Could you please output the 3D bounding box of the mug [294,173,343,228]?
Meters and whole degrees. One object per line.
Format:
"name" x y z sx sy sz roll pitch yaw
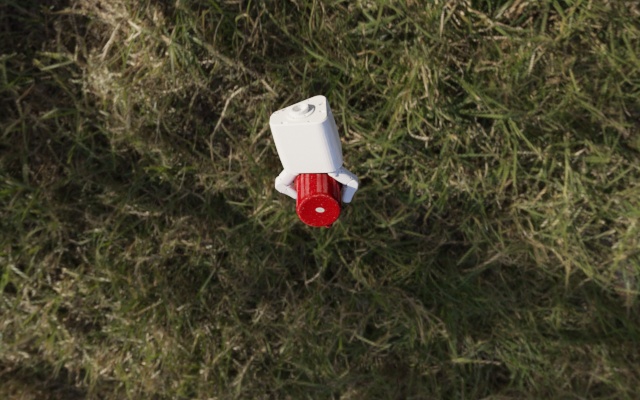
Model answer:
"mug" 0.000 0.004 0.893 0.093 0.117 0.081 -13 39 9
